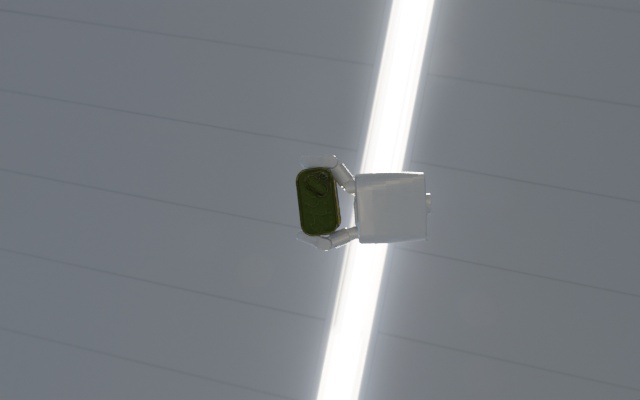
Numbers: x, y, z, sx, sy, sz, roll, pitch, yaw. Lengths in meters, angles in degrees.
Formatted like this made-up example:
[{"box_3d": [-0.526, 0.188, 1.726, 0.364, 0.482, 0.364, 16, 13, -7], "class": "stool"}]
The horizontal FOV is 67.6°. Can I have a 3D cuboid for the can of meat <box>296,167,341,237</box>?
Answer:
[{"box_3d": [0.000, 0.003, 0.749, 0.057, 0.102, 0.084, -7, -2, 8], "class": "can of meat"}]
